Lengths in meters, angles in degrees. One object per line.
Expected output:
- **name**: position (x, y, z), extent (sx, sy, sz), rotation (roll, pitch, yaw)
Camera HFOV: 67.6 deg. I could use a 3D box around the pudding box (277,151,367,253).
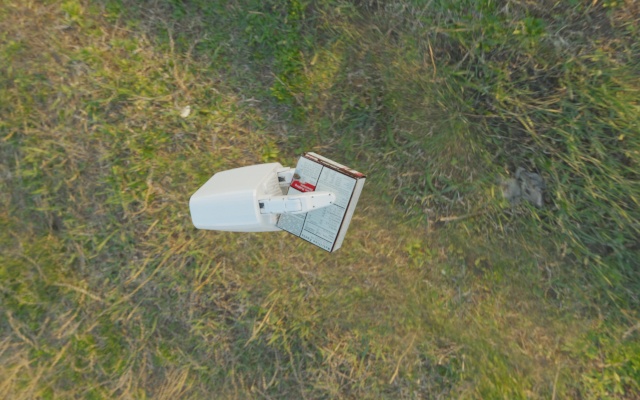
- **pudding box**: position (0.000, 0.002, 0.644), extent (0.090, 0.113, 0.039), rotation (24, 19, 17)
